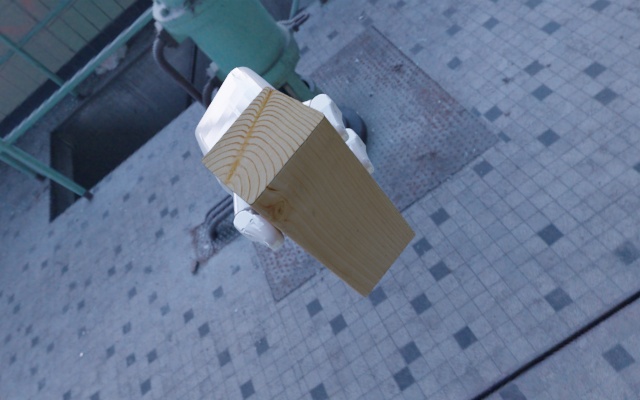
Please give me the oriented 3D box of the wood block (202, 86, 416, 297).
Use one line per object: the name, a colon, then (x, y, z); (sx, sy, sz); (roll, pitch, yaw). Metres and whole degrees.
wood block: (0.000, 0.001, 0.458); (0.090, 0.091, 0.206); (35, -6, 43)
